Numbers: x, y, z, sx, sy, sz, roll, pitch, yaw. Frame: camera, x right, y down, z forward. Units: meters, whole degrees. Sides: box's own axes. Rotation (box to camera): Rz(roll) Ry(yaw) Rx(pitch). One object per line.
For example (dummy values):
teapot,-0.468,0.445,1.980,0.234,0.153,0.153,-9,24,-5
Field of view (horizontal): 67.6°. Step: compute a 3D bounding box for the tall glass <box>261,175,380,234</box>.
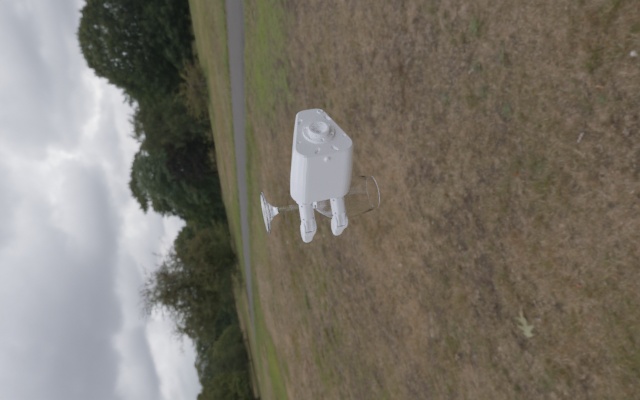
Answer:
tall glass,-0.001,0.003,0.842,0.201,0.079,0.079,-11,2,-12
